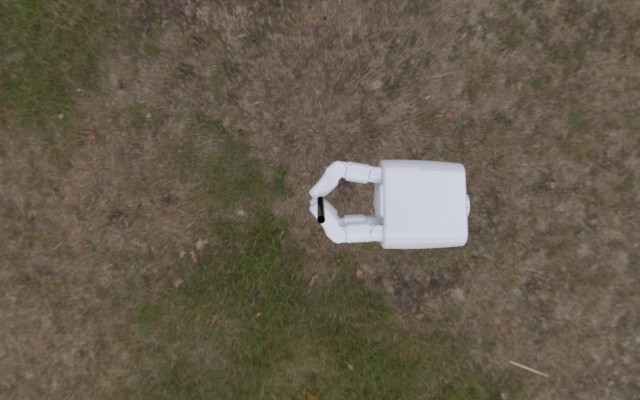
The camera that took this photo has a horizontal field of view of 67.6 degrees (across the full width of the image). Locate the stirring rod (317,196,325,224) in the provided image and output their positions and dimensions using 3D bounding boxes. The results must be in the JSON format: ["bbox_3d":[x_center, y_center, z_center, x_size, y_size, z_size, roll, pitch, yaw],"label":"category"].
[{"bbox_3d":[0.000,0.002,0.595,0.011,0.011,0.239,0,8,0],"label":"stirring rod"}]
